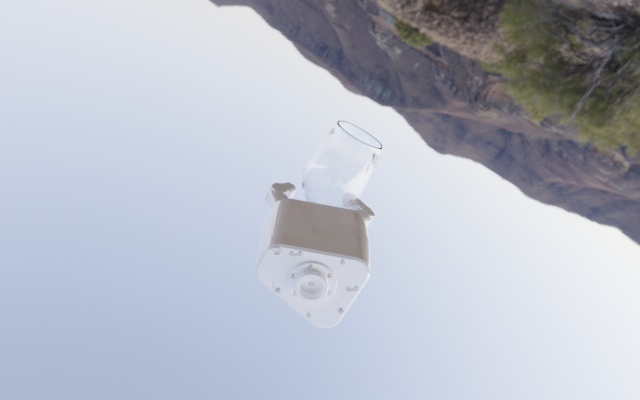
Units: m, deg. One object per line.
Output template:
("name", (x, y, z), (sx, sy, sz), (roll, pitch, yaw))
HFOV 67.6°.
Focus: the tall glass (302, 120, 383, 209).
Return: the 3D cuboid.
("tall glass", (0.000, 0.002, 0.598), (0.079, 0.201, 0.079), (26, 21, -11))
